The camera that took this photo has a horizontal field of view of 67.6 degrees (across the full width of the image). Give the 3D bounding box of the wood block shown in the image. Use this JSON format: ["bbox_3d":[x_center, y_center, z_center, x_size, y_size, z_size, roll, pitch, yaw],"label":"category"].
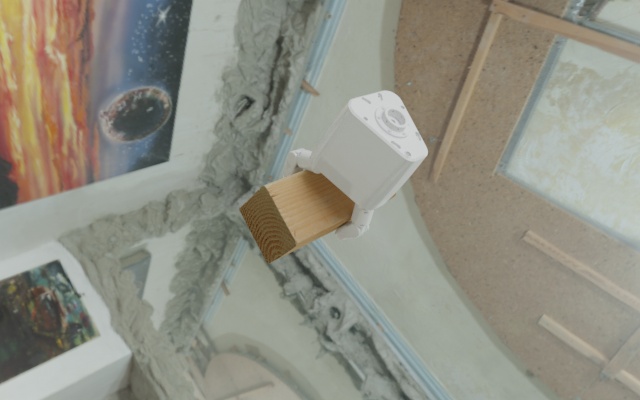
[{"bbox_3d":[0.001,0.002,0.699,0.206,0.091,0.090,-23,-8,-39],"label":"wood block"}]
